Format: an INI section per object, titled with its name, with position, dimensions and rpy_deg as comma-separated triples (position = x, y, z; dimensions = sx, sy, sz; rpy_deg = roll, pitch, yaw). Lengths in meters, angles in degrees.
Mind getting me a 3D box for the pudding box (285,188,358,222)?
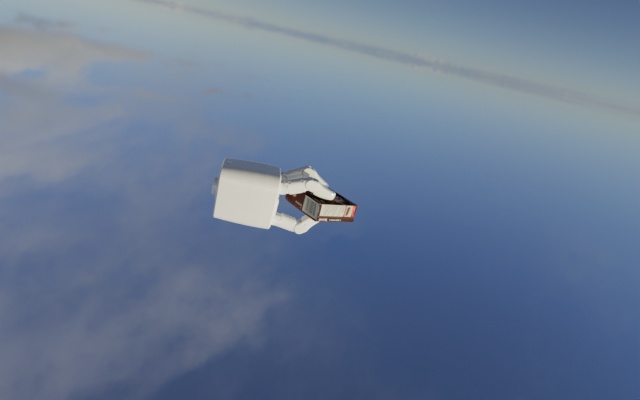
[pudding box]
position = 0.000, 0.003, 0.894
dimensions = 0.090, 0.039, 0.113
rpy_deg = 2, 22, -37
